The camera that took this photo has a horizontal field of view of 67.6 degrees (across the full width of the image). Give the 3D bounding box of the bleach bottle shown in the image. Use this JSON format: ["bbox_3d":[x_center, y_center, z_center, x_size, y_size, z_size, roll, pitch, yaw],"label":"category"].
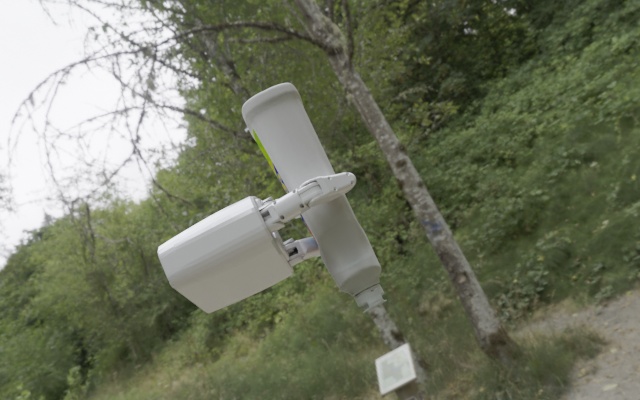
[{"bbox_3d":[0.000,0.002,0.522,0.068,0.250,0.102,-27,-15,-3],"label":"bleach bottle"}]
